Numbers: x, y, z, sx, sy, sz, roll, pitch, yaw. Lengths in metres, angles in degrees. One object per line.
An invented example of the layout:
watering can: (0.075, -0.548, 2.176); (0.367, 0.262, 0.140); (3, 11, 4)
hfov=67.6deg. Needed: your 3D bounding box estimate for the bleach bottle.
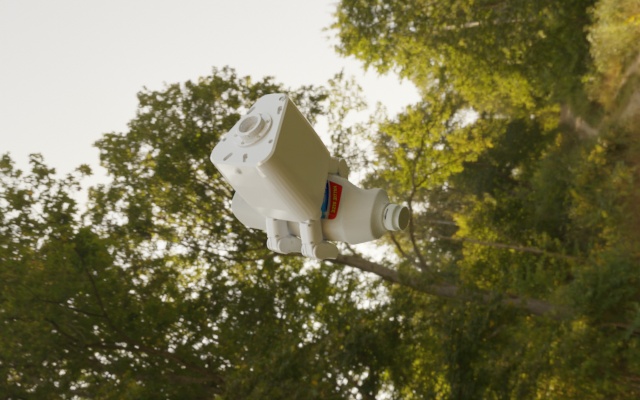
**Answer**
bleach bottle: (0.000, 0.002, 0.631); (0.251, 0.102, 0.068); (7, -32, 36)
